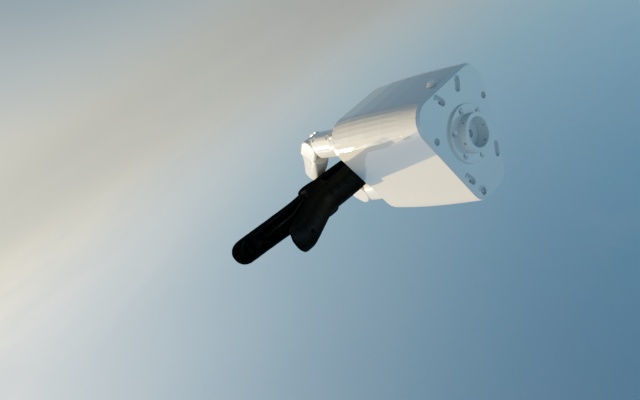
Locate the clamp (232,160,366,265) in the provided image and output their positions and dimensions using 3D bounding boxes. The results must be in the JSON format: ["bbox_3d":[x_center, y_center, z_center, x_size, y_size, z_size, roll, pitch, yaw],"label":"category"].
[{"bbox_3d":[0.000,0.002,0.455,0.171,0.039,0.120,-43,21,-27],"label":"clamp"}]
